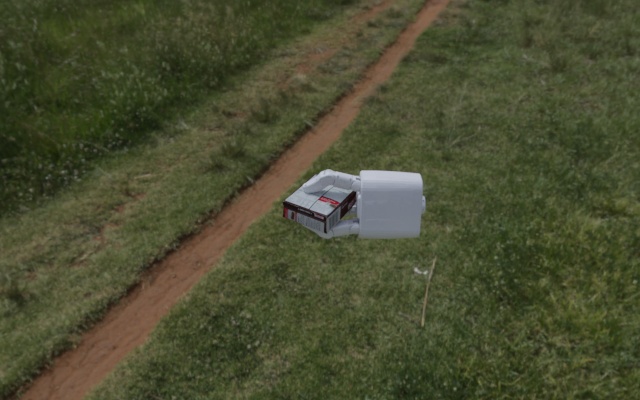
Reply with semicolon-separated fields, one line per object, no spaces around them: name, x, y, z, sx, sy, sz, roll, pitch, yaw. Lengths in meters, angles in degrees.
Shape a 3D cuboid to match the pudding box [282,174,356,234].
pudding box;0.000;0.003;0.839;0.090;0.039;0.113;19;36;24
